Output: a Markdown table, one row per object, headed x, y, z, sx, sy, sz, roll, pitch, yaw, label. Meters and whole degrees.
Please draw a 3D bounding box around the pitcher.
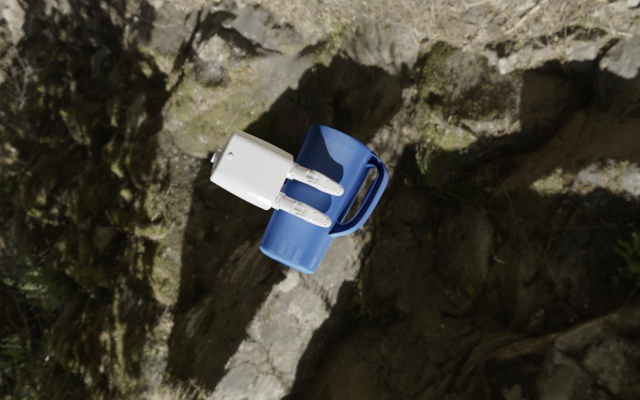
| x | y | z | sx | sy | sz | roll | pitch | yaw | label |
| --- | --- | --- | --- | --- | --- | --- | --- | --- | --- |
| 0.000 | 0.003 | 0.831 | 0.145 | 0.243 | 0.149 | 27 | -5 | -16 | pitcher |
